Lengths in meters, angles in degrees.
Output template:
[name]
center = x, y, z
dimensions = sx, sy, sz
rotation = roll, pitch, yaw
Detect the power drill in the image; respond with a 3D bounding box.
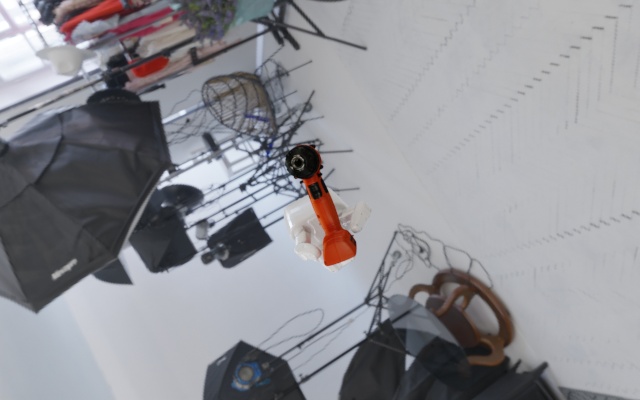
[power drill]
center = 0.000, 0.003, 0.740
dimensions = 0.057, 0.187, 0.184
rotation = -19, 5, 7
